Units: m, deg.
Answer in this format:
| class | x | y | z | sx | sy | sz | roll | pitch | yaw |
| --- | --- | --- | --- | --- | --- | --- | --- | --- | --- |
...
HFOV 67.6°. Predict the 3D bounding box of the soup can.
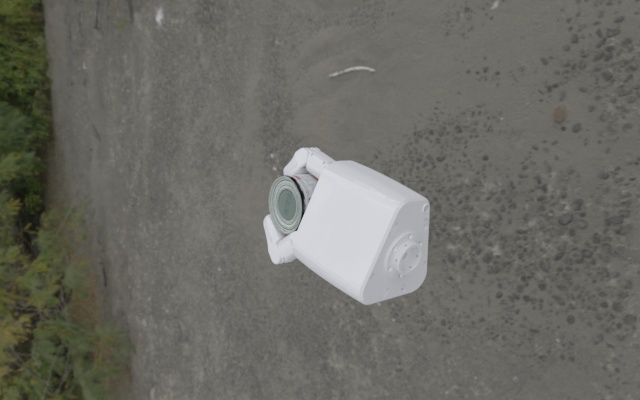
| class | x | y | z | sx | sy | sz | roll | pitch | yaw |
| --- | --- | --- | --- | --- | --- | --- | --- | --- | --- |
| soup can | 0.000 | 0.002 | 0.554 | 0.102 | 0.068 | 0.068 | -5 | 3 | -38 |
